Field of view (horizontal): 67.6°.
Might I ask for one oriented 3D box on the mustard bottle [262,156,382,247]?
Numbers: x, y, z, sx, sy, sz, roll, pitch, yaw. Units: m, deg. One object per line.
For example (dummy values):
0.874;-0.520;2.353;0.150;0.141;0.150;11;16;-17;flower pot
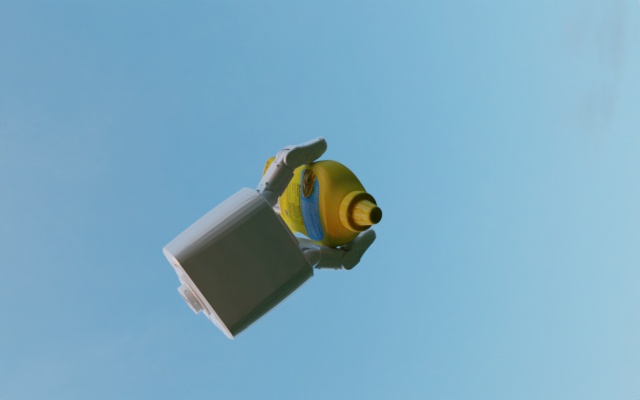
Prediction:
0.000;0.002;0.535;0.058;0.096;0.191;-11;14;-31;mustard bottle
